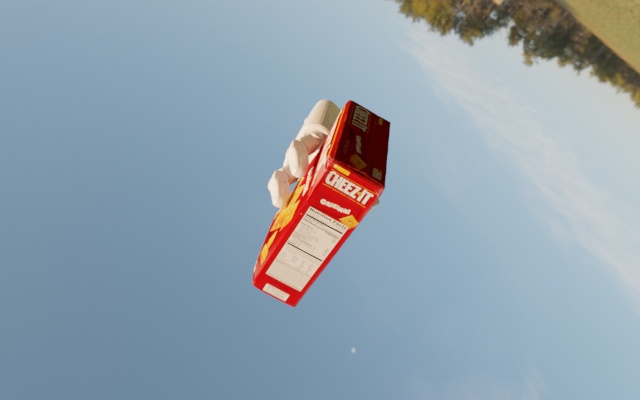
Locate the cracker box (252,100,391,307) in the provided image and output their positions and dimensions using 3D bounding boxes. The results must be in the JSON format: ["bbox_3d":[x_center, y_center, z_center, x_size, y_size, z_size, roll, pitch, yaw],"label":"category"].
[{"bbox_3d":[0.000,0.002,0.598,0.072,0.214,0.164,28,34,-9],"label":"cracker box"}]
